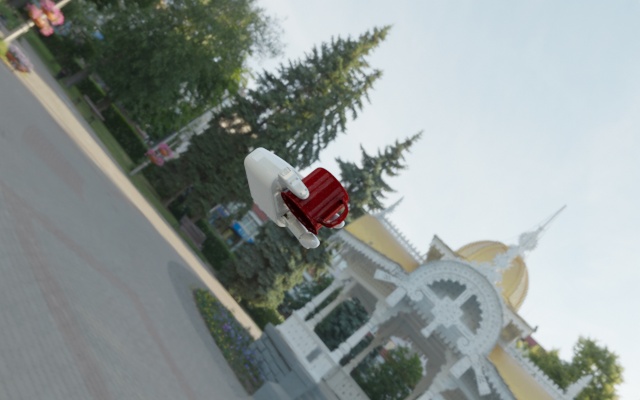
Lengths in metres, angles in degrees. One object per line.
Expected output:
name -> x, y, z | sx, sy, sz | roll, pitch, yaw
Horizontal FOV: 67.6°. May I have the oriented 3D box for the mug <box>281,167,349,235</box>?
mug -> 0.001, 0.003, 0.798 | 0.081, 0.093, 0.117 | -40, 46, -13
